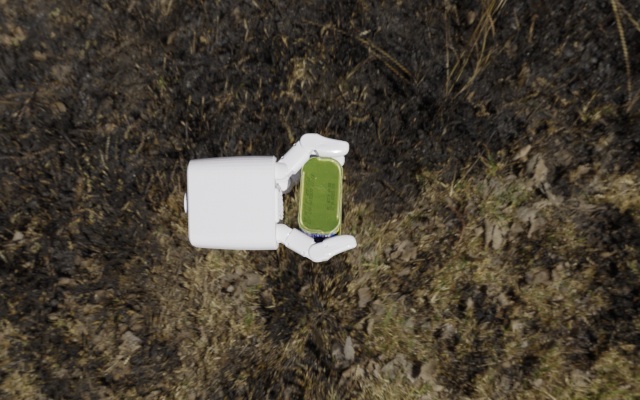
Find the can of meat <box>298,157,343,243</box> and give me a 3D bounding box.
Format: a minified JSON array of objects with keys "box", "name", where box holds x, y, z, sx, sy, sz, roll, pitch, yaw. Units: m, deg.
[{"box":[0.000,0.002,0.615,0.057,0.102,0.084,3,-13,1],"name":"can of meat"}]
